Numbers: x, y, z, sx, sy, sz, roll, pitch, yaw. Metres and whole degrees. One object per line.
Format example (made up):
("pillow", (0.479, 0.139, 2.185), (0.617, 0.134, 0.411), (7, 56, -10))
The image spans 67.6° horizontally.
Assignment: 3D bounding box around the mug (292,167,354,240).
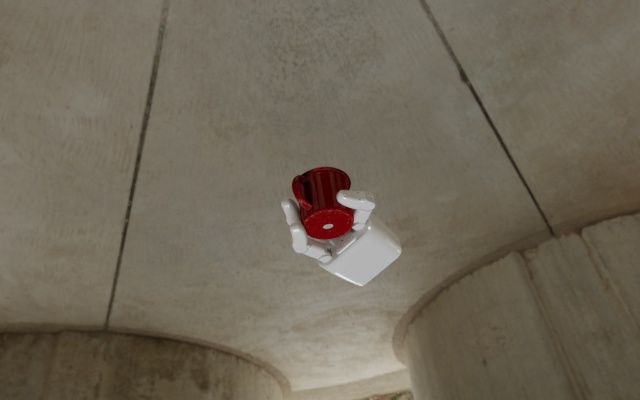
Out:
("mug", (-0.001, 0.002, 0.741), (0.093, 0.081, 0.117), (-31, -44, 26))
